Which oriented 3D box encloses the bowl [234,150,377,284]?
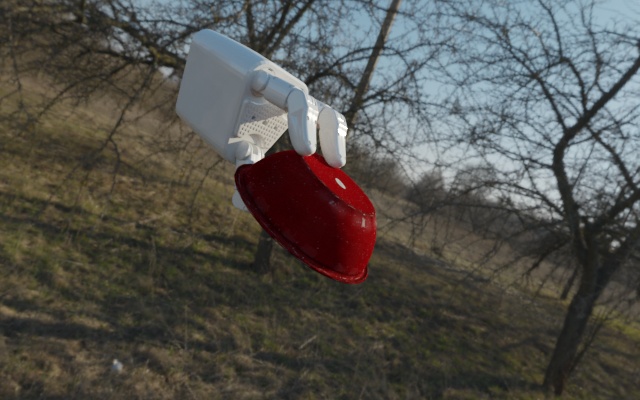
[{"bbox_3d":[0.001,0.002,0.452,0.162,0.055,0.162,38,17,-14],"label":"bowl"}]
